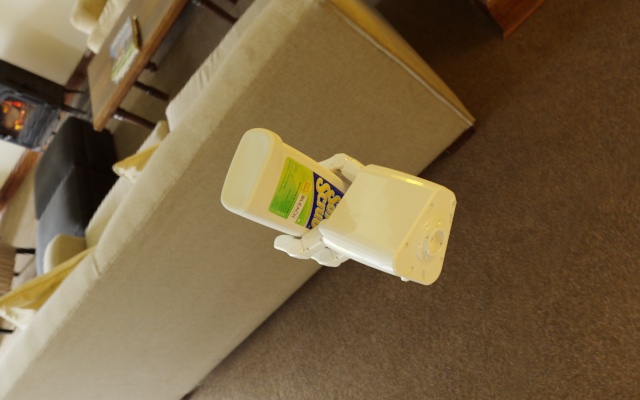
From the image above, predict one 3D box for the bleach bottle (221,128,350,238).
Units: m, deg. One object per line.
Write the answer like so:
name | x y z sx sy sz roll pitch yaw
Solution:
bleach bottle | 0.000 0.002 0.609 0.251 0.102 0.068 23 -2 -44
